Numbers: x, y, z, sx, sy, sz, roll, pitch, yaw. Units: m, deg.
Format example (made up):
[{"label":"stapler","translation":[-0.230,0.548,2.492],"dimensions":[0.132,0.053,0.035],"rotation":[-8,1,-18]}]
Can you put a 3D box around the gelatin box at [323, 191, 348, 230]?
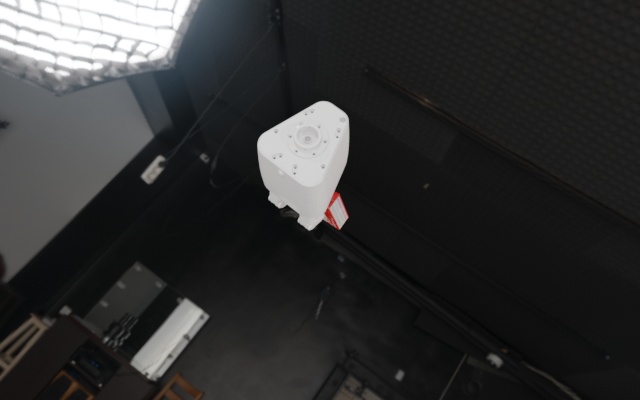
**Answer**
[{"label":"gelatin box","translation":[0.000,0.002,0.738],"dimensions":[0.073,0.030,0.089],"rotation":[31,-14,24]}]
